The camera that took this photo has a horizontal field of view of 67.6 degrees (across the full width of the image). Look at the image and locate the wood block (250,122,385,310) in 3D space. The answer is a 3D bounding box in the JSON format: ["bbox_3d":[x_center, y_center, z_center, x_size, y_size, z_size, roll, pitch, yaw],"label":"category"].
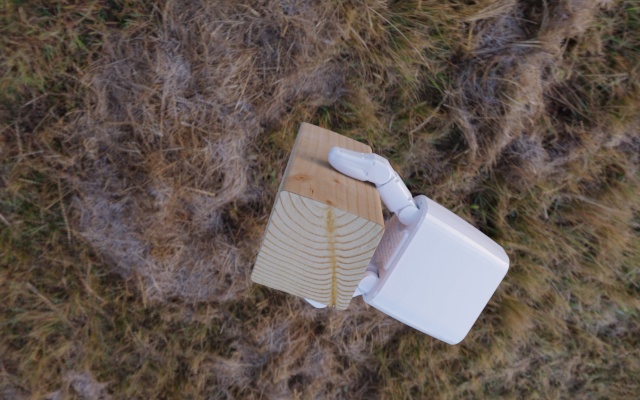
[{"bbox_3d":[0.001,0.002,0.481,0.090,0.091,0.206,20,23,-6],"label":"wood block"}]
